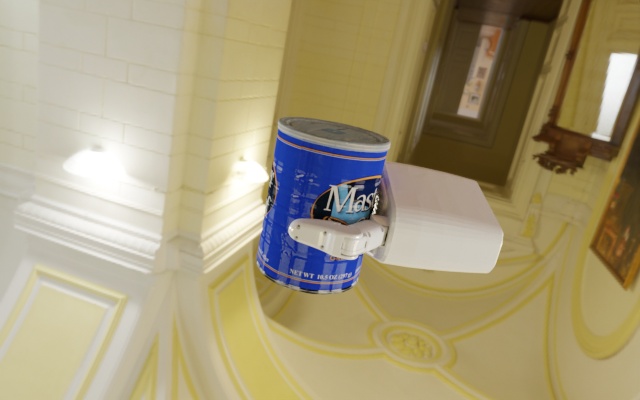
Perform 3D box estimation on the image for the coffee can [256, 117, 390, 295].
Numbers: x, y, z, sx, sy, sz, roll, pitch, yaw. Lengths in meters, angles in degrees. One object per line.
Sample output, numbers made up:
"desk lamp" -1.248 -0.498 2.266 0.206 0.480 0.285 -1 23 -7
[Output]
"coffee can" 0.000 0.001 0.450 0.103 0.140 0.102 10 17 -3
